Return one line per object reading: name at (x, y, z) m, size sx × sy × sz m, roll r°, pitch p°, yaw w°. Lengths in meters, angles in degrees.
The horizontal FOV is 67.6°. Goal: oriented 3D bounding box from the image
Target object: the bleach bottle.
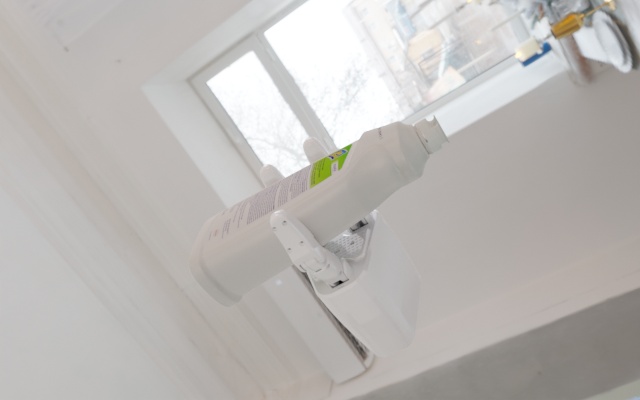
bleach bottle at (0.000, 0.001, 0.440) m, size 0.251 × 0.068 × 0.102 m, roll -29°, pitch 26°, yaw 17°
